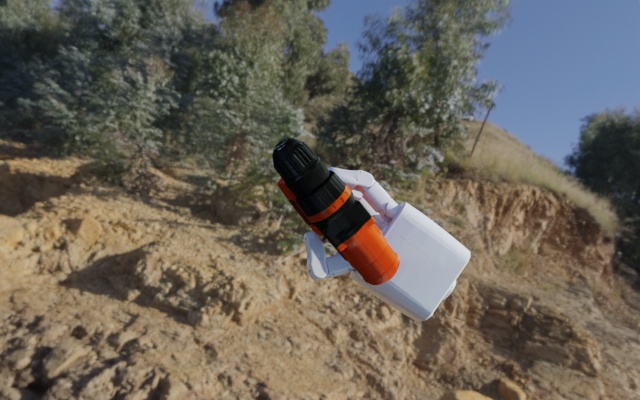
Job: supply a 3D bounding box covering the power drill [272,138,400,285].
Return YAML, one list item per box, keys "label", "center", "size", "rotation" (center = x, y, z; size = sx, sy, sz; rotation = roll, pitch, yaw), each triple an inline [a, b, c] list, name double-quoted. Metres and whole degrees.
- label: "power drill"
  center: [0.000, 0.002, 0.553]
  size: [0.057, 0.184, 0.187]
  rotation: [-38, 16, -3]
